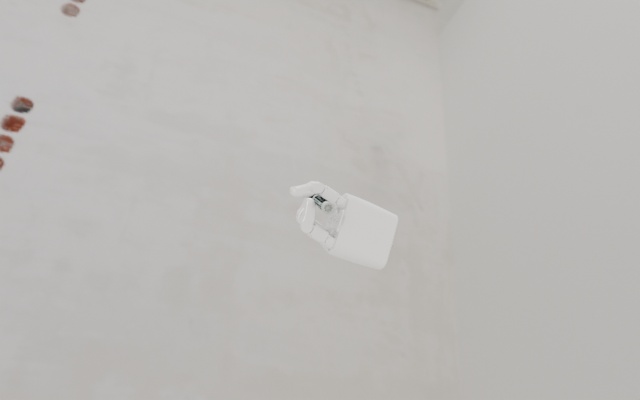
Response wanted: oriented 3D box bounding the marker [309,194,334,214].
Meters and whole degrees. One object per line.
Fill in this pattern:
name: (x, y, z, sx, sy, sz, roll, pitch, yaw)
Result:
marker: (0.000, 0.003, 0.812, 0.020, 0.020, 0.121, 0, 9, -13)
